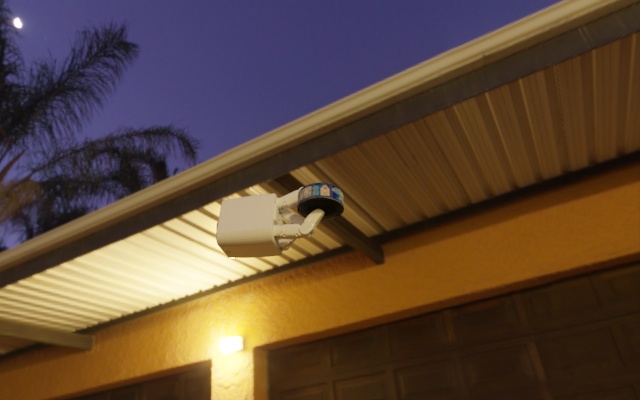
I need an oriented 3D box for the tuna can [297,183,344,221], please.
[{"bbox_3d":[0.000,0.002,0.878,0.086,0.033,0.086,0,-30,0],"label":"tuna can"}]
